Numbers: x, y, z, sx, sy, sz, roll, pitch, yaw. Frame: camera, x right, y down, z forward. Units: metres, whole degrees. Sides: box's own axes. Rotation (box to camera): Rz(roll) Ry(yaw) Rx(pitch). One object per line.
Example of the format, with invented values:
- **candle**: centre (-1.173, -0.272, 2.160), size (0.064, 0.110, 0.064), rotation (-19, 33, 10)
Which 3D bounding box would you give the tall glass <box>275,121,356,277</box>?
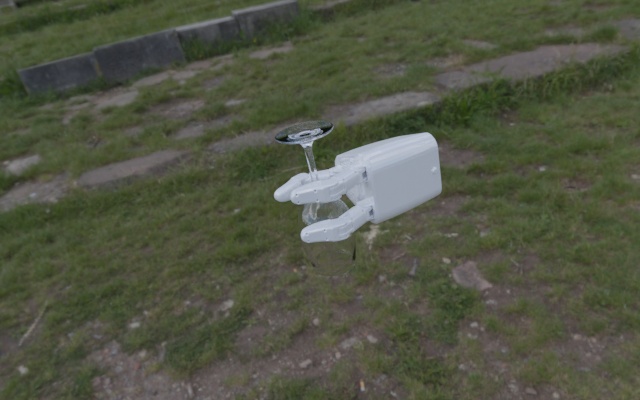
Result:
- **tall glass**: centre (0.000, 0.001, 0.630), size (0.079, 0.201, 0.079), rotation (-10, 26, 5)
